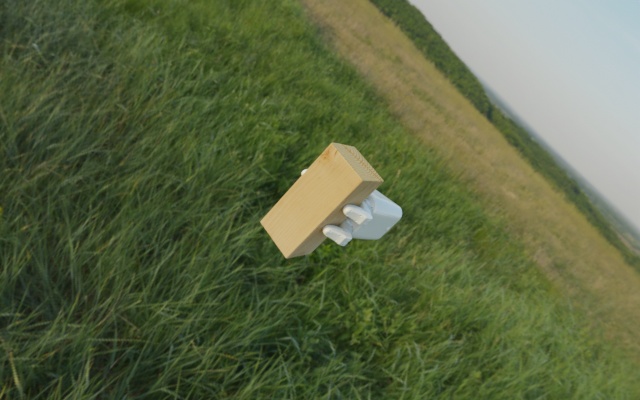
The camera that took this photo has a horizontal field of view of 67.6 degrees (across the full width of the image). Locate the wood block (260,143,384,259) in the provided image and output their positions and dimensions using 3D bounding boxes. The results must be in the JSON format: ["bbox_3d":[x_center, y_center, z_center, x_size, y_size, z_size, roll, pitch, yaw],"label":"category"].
[{"bbox_3d":[0.000,0.003,0.864,0.206,0.090,0.090,-46,-21,23],"label":"wood block"}]
